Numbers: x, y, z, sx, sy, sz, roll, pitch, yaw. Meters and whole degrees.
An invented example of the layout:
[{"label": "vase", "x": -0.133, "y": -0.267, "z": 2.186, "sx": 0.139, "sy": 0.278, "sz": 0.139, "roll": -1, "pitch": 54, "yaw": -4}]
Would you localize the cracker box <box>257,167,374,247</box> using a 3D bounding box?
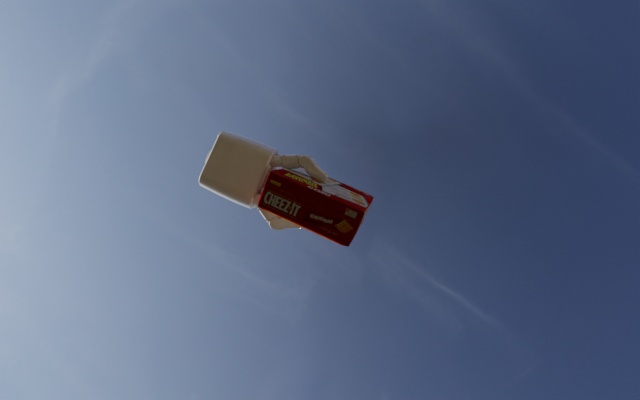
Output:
[{"label": "cracker box", "x": 0.000, "y": 0.003, "z": 0.845, "sx": 0.164, "sy": 0.072, "sz": 0.213, "roll": 23, "pitch": 10, "yaw": 7}]
